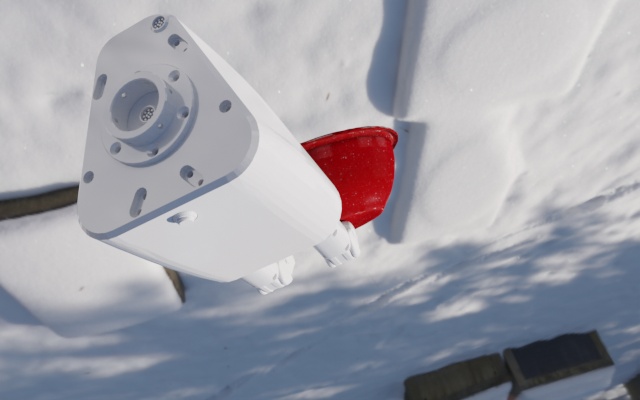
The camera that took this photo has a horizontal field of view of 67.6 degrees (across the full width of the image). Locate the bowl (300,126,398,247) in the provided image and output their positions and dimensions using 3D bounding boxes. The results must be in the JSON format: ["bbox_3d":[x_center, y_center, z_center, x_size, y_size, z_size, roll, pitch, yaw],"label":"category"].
[{"bbox_3d":[0.001,0.002,0.401,0.162,0.055,0.162,-21,-12,-5],"label":"bowl"}]
